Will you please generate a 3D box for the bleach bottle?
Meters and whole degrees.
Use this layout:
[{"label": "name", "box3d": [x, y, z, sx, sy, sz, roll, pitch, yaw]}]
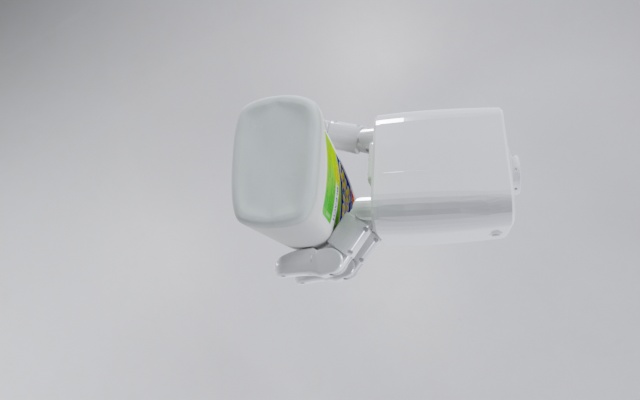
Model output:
[{"label": "bleach bottle", "box3d": [0.000, 0.002, 0.449, 0.068, 0.102, 0.251, -1, -14, 16]}]
